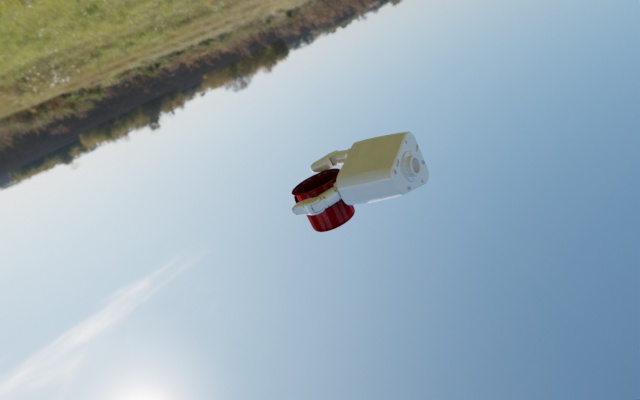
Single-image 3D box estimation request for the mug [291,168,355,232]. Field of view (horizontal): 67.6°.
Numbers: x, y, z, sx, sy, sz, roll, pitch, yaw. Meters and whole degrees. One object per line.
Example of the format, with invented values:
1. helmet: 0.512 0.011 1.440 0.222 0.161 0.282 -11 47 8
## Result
1. mug: -0.001 0.003 0.837 0.117 0.081 0.093 -9 24 43
